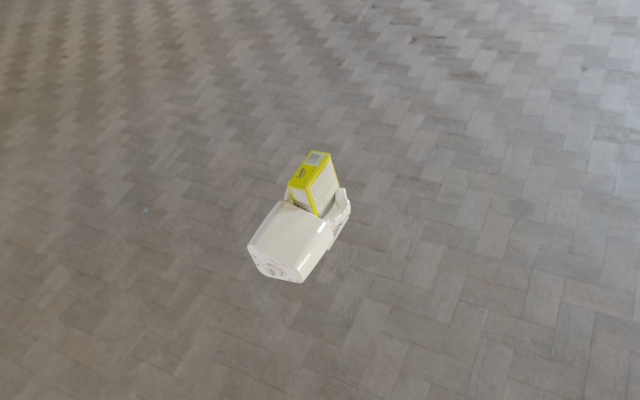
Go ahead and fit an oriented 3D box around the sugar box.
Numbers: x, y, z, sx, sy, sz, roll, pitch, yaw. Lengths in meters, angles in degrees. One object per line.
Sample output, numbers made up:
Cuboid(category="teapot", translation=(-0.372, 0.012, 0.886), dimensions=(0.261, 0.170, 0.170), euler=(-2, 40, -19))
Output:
Cuboid(category="sugar box", translation=(0.000, 0.003, 0.890), dimensions=(0.048, 0.093, 0.176), euler=(16, -37, 27))
